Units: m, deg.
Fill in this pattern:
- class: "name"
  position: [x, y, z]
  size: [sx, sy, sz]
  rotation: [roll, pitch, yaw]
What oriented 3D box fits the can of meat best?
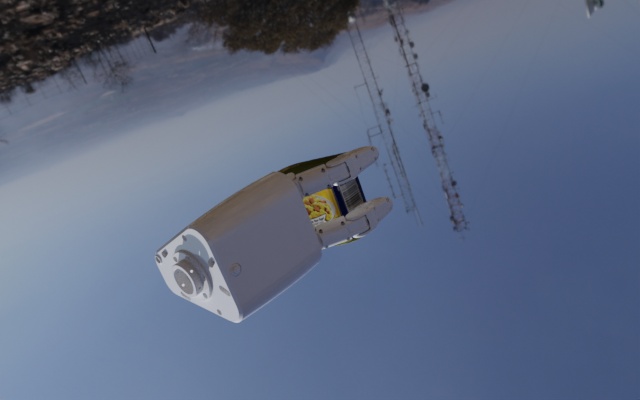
- class: "can of meat"
  position: [0.000, 0.002, 0.513]
  size: [0.102, 0.084, 0.057]
  rotation: [-9, 18, 40]
